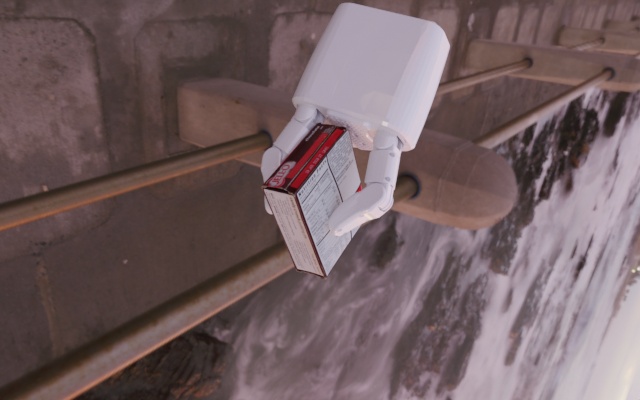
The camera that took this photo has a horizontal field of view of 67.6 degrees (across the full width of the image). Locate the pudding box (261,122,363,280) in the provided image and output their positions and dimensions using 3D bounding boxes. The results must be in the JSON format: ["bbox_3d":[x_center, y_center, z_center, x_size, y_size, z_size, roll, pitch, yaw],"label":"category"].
[{"bbox_3d":[0.000,0.001,0.431,0.039,0.114,0.090,13,50,33],"label":"pudding box"}]
